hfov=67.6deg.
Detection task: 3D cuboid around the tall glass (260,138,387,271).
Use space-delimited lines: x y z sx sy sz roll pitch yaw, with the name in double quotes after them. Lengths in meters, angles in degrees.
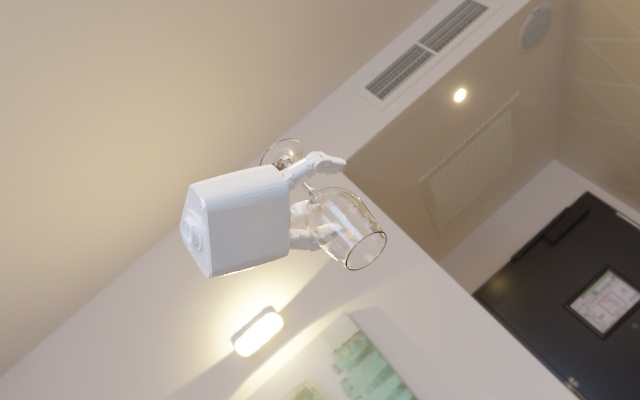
0.000 0.002 0.625 0.079 0.079 0.201 0 36 -44 "tall glass"
